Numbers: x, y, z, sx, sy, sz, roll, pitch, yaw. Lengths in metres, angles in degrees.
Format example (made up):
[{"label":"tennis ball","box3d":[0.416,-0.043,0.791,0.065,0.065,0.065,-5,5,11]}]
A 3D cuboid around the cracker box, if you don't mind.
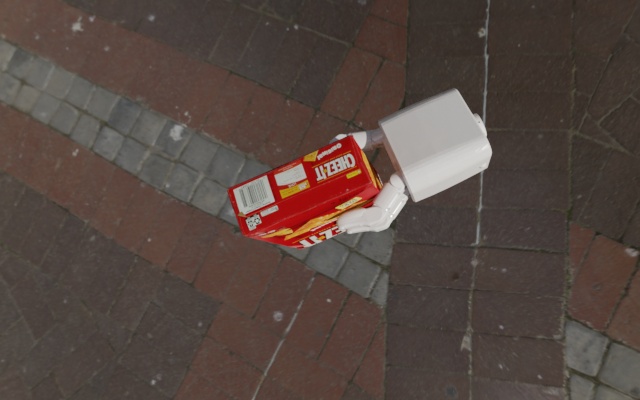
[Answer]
[{"label":"cracker box","box3d":[0.000,0.002,0.638,0.164,0.072,0.214,-23,-15,10]}]
